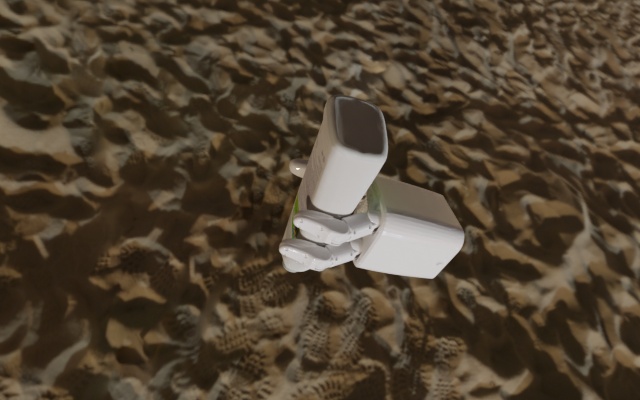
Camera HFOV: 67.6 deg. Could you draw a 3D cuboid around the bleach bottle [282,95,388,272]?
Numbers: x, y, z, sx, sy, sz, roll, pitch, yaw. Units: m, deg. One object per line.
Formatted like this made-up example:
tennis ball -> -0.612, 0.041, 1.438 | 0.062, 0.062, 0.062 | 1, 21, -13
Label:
bleach bottle -> 0.000, 0.002, 0.579 | 0.068, 0.102, 0.251 | 12, -43, -14
